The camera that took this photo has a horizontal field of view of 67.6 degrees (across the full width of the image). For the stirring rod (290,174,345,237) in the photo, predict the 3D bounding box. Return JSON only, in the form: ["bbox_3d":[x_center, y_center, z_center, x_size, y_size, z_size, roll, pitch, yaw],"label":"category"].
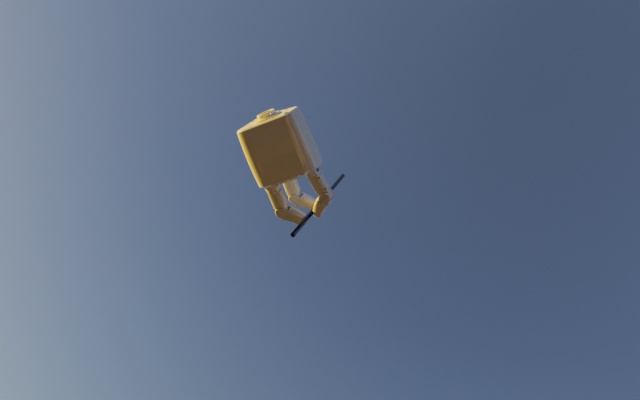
[{"bbox_3d":[0.000,0.003,0.882,0.011,0.011,0.239,0,27,25],"label":"stirring rod"}]
